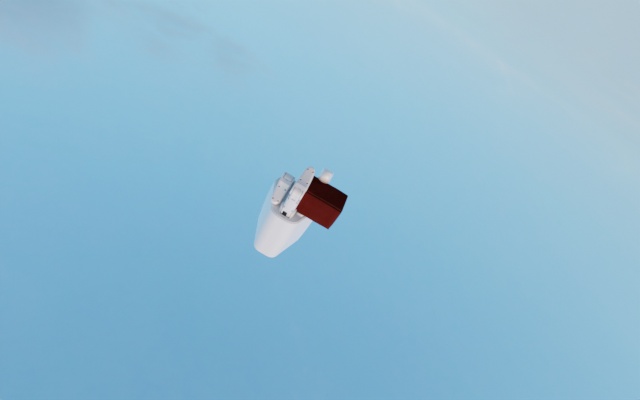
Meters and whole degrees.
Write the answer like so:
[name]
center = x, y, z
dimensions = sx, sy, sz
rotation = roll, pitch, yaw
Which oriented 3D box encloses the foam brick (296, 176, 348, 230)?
[foam brick]
center = 0.000, 0.003, 0.843
dimensions = 0.078, 0.051, 0.053
rotation = 31, 37, -1
